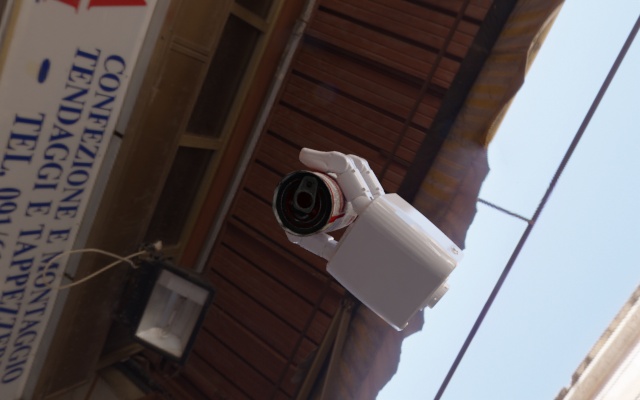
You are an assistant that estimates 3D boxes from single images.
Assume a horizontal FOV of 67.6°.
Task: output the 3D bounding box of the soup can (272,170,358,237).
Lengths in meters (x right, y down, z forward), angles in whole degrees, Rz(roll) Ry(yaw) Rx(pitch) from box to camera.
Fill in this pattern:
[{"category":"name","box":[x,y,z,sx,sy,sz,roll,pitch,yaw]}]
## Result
[{"category":"soup can","box":[0.000,0.002,0.531,0.068,0.068,0.102,0,2,23]}]
